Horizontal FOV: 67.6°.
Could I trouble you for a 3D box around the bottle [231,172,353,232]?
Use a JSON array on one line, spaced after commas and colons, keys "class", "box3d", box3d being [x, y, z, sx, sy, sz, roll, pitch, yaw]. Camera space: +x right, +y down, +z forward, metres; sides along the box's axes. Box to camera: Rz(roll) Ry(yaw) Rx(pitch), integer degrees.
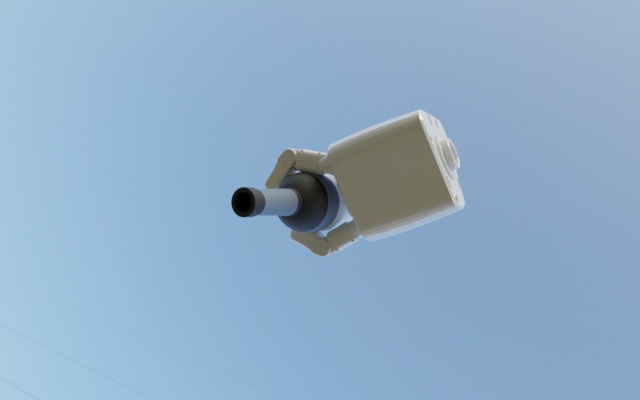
[{"class": "bottle", "box3d": [0.000, 0.002, 0.554, 0.069, 0.069, 0.296, 0, 0, 28]}]
